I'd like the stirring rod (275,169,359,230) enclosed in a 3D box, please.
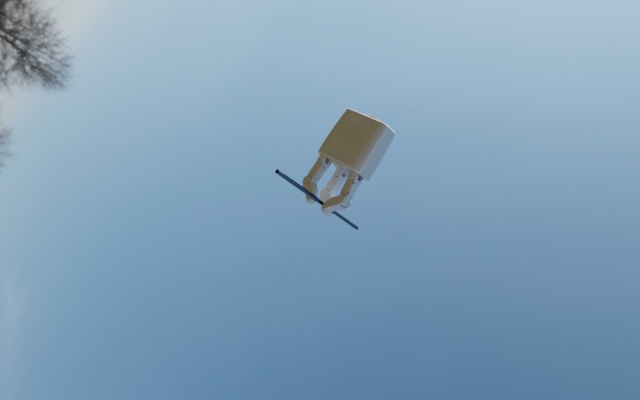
[{"bbox_3d":[0.000,0.003,0.893,0.011,0.011,0.240,0,-26,44],"label":"stirring rod"}]
